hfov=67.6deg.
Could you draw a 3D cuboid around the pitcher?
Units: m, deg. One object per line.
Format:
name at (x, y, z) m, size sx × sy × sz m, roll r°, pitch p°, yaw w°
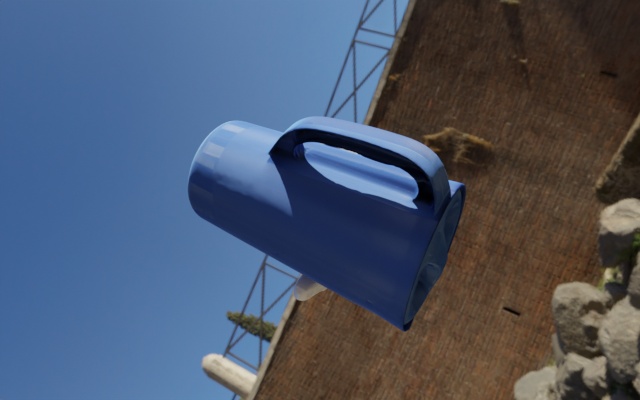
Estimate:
pitcher at (0.000, 0.002, 0.439) m, size 0.243 × 0.149 × 0.145 m, roll 22°, pitch 6°, yaw 22°
